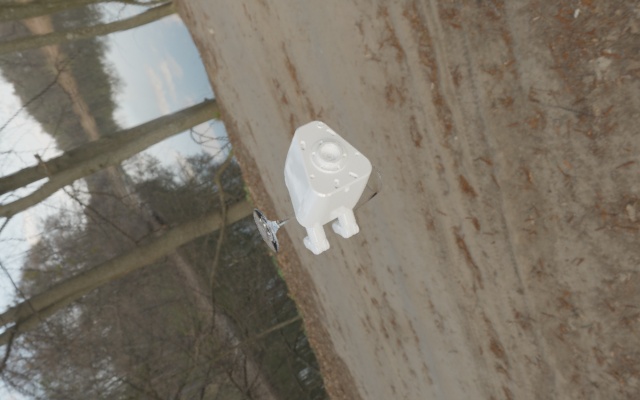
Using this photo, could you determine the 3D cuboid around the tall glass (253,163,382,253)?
[{"bbox_3d":[-0.001,0.003,0.752,0.201,0.079,0.079,-27,10,-21],"label":"tall glass"}]
